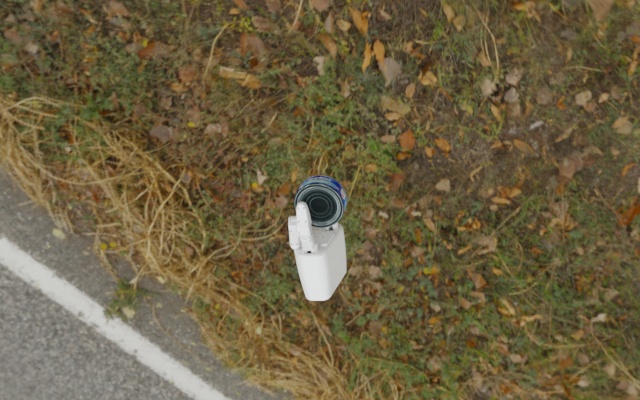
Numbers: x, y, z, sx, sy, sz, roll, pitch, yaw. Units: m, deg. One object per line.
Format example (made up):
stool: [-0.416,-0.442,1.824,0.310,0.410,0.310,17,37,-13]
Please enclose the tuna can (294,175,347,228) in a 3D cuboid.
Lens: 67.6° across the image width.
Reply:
tuna can: [0.000,0.003,0.799,0.086,0.086,0.033,0,27,13]
